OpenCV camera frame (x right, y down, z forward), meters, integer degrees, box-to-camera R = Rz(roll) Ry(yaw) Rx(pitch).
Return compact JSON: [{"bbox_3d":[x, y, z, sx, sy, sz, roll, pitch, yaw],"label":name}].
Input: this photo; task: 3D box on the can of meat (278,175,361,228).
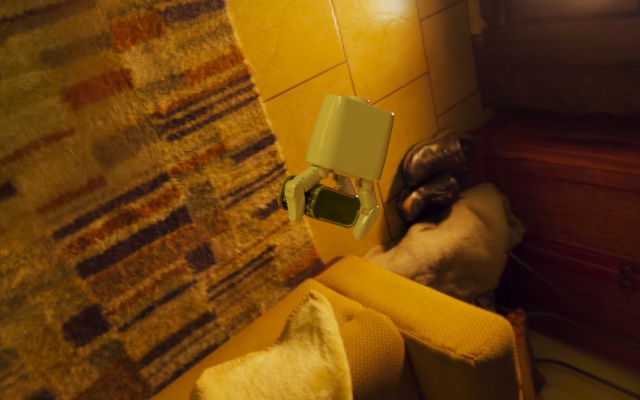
[{"bbox_3d":[0.000,0.003,0.737,0.102,0.057,0.084,17,1,-41],"label":"can of meat"}]
